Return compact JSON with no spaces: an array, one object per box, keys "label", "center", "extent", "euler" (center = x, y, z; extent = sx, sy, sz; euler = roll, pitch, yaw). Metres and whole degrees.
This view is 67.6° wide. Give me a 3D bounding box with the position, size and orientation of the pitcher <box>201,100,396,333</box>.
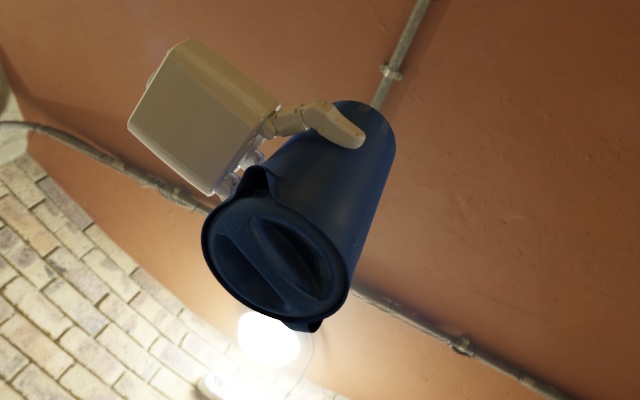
[{"label":"pitcher","center":[0.000,0.001,0.484],"extent":[0.149,0.145,0.242],"euler":[-50,5,39]}]
